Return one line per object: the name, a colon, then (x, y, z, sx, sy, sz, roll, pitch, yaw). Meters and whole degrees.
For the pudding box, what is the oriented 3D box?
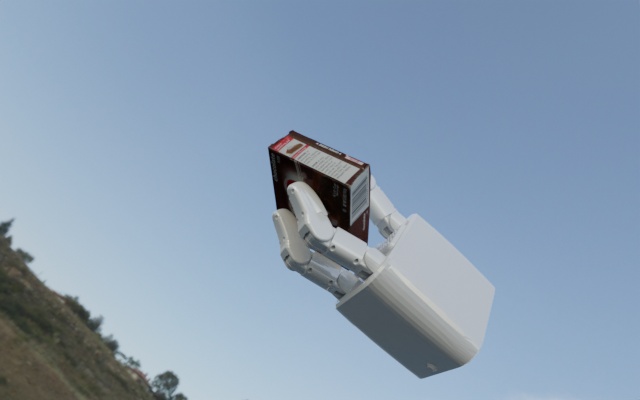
pudding box: (0.000, 0.001, 0.444, 0.090, 0.114, 0.039, 26, 49, 27)
